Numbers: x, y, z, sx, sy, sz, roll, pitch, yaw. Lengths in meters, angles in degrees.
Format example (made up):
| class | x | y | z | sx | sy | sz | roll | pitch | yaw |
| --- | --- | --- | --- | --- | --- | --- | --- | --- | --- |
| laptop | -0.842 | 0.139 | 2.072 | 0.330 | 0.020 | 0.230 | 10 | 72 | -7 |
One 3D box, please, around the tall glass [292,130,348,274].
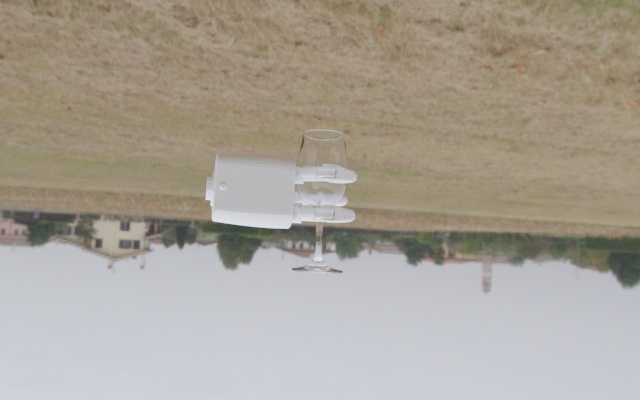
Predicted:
| class | x | y | z | sx | sy | sz | roll | pitch | yaw |
| --- | --- | --- | --- | --- | --- | --- | --- | --- | --- |
| tall glass | 0.000 | 0.003 | 0.692 | 0.079 | 0.201 | 0.079 | 3 | -4 | 0 |
